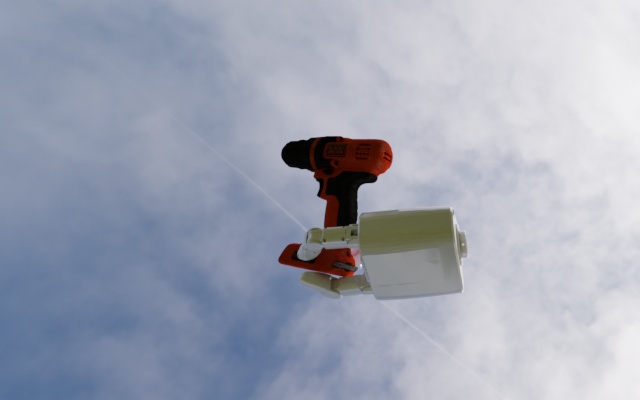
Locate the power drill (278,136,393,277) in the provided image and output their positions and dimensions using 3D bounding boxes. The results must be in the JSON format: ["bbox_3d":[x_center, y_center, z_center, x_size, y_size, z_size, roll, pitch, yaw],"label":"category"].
[{"bbox_3d":[0.000,0.003,0.651,0.184,0.187,0.057,6,-9,42],"label":"power drill"}]
